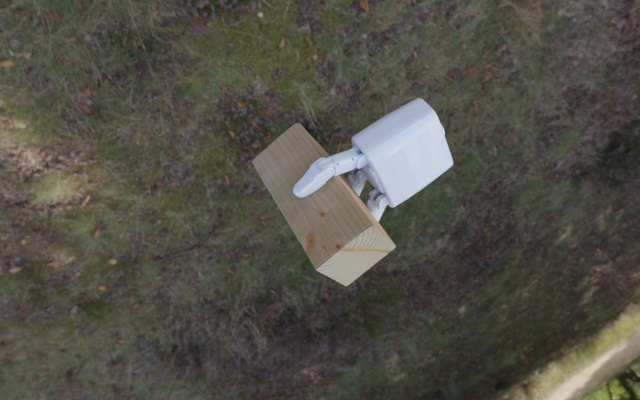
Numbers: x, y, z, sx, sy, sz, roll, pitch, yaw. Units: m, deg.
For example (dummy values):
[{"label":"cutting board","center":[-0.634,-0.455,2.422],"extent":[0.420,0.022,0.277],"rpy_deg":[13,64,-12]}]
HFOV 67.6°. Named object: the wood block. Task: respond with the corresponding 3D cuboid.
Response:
[{"label":"wood block","center":[0.000,0.002,0.658],"extent":[0.090,0.206,0.091],"rpy_deg":[-39,-35,8]}]
